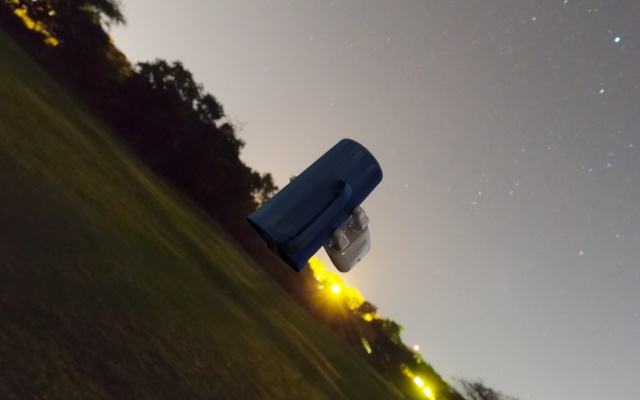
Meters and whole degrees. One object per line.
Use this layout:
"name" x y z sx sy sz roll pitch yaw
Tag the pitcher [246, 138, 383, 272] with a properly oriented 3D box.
"pitcher" 0.000 0.003 0.852 0.149 0.243 0.145 39 -15 30
